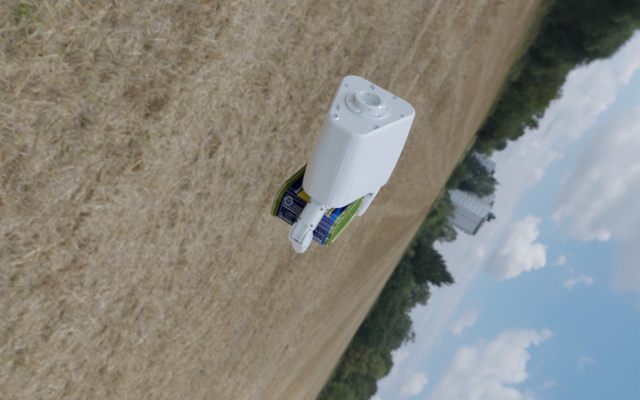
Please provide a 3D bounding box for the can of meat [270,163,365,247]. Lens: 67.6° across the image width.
[{"bbox_3d":[0.000,0.002,0.613,0.084,0.057,0.102,32,43,12],"label":"can of meat"}]
